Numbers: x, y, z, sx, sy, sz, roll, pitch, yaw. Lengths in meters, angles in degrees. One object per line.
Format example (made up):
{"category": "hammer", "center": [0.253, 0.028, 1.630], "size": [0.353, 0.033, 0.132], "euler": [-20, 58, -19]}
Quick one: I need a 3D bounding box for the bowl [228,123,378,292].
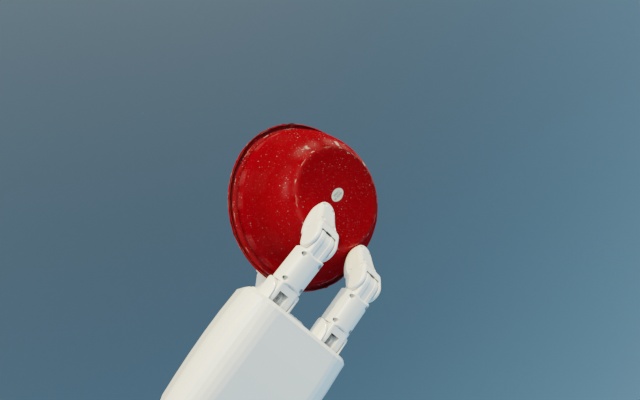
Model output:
{"category": "bowl", "center": [0.001, 0.000, 0.437], "size": [0.162, 0.162, 0.055], "euler": [0, -9, -37]}
